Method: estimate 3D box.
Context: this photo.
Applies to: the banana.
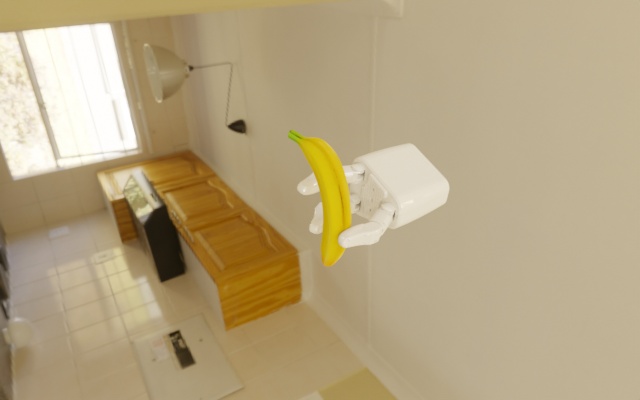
[{"bbox_3d":[0.011,0.001,0.628,0.037,0.198,0.069,-24,19,-33],"label":"banana"}]
